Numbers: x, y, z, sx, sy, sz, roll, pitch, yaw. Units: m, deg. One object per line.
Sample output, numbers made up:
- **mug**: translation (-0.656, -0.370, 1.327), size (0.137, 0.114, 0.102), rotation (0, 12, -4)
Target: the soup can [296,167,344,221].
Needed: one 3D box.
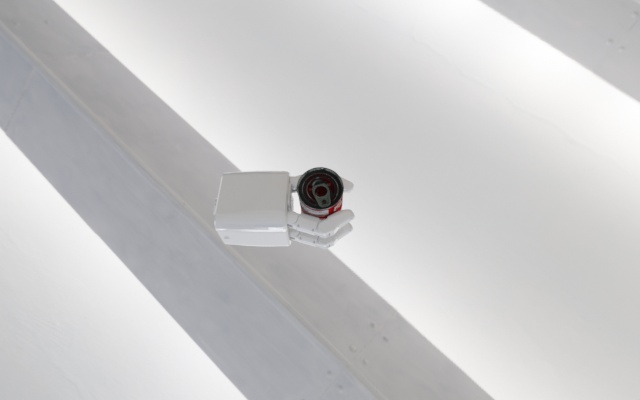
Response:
- **soup can**: translation (0.001, 0.002, 0.728), size (0.068, 0.068, 0.102), rotation (0, -24, 1)
